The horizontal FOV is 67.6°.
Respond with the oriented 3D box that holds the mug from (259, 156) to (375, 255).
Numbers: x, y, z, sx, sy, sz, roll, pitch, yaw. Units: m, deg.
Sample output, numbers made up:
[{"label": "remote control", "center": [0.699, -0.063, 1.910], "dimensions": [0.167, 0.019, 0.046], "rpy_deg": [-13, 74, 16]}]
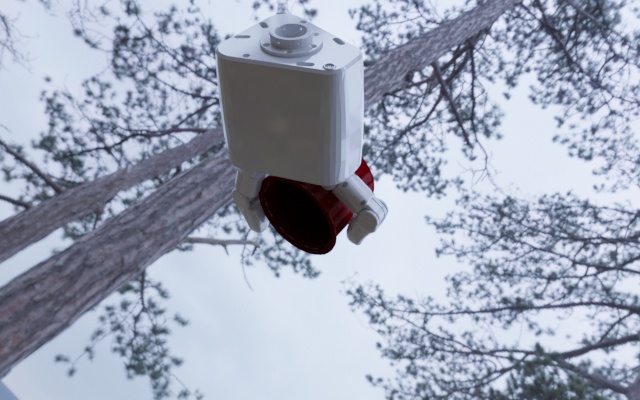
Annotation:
[{"label": "mug", "center": [0.000, 0.003, 0.483], "dimensions": [0.093, 0.117, 0.081], "rpy_deg": [27, 51, 25]}]
